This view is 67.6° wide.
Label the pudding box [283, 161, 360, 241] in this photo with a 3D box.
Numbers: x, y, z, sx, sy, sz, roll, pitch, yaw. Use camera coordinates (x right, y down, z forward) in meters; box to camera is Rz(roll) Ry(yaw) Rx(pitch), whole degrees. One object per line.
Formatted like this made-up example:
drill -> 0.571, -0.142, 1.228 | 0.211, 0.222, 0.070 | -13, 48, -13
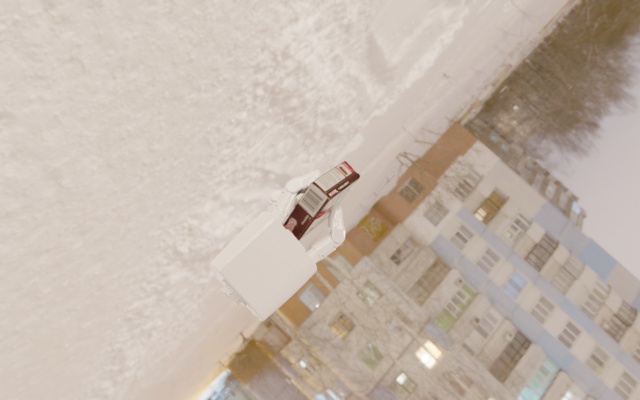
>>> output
pudding box -> 0.000, 0.002, 0.715 | 0.090, 0.039, 0.113 | -37, -11, -47
